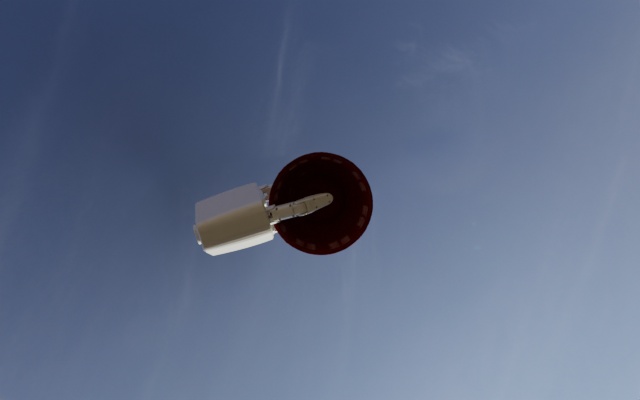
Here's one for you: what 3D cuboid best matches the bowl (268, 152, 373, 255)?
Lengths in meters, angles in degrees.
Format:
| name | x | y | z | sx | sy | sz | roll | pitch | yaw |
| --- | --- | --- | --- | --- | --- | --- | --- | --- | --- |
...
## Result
| name | x | y | z | sx | sy | sz | roll | pitch | yaw |
| --- | --- | --- | --- | --- | --- | --- | --- | --- | --- |
| bowl | 0.001 | 0.002 | 0.761 | 0.162 | 0.162 | 0.055 | 0 | 9 | -2 |
